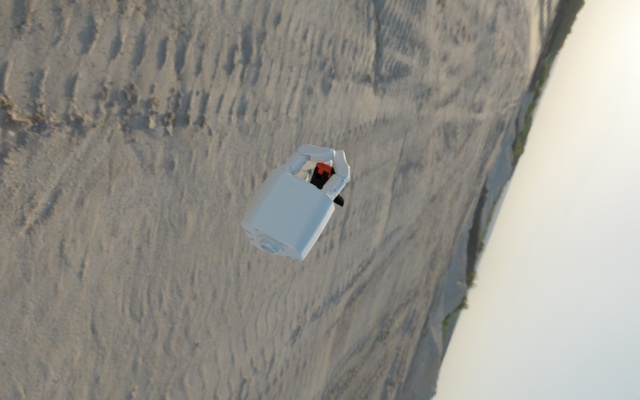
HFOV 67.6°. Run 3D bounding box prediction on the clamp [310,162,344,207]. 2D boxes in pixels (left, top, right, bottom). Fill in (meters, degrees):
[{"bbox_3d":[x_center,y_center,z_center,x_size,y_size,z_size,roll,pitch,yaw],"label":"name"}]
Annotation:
[{"bbox_3d":[0.001,0.003,0.846,0.039,0.120,0.172,21,-26,20],"label":"clamp"}]
